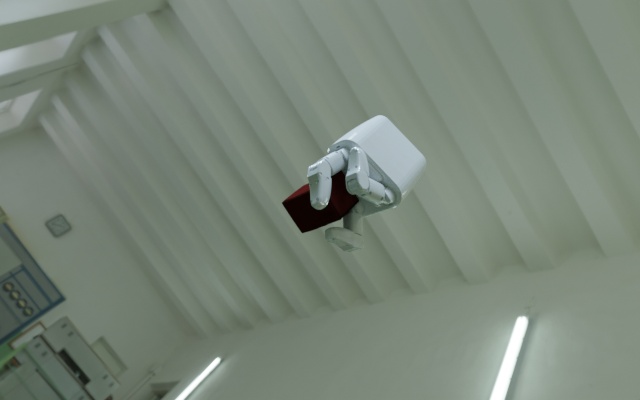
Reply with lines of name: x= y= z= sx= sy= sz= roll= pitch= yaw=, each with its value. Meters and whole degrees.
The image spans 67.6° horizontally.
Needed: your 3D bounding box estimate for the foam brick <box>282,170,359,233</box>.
foam brick: x=0.000 y=0.002 z=0.635 sx=0.078 sy=0.053 sz=0.051 roll=-21 pitch=15 yaw=42
